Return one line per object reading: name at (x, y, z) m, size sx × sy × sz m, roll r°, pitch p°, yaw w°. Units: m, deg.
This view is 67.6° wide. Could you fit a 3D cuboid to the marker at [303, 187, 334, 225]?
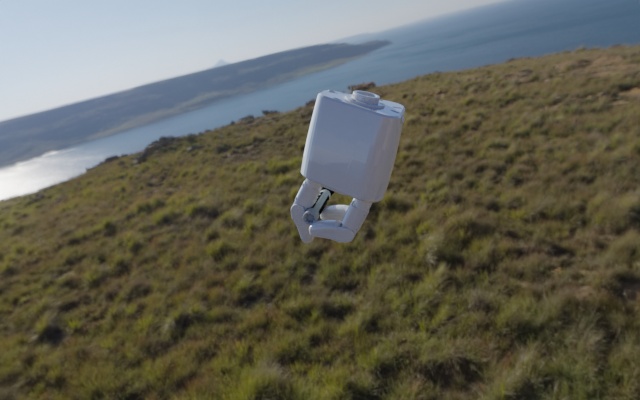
marker at (0.000, 0.002, 0.667) m, size 0.020 × 0.020 × 0.121 m, roll 0°, pitch 20°, yaw 14°
